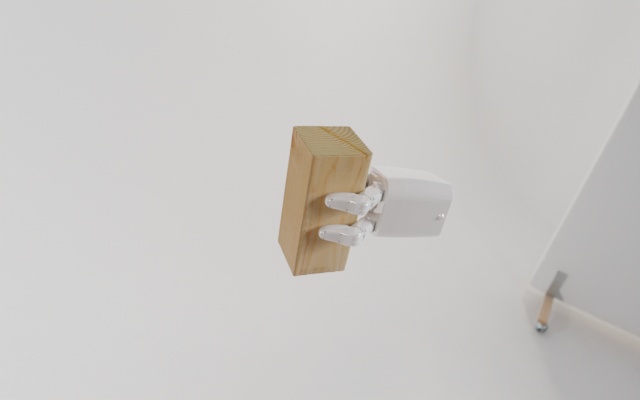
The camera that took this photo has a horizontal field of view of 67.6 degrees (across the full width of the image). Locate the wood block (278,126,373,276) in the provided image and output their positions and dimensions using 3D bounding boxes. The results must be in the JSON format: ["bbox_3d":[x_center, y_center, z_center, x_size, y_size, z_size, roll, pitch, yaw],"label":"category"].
[{"bbox_3d":[0.000,0.002,0.708,0.090,0.206,0.090,-3,35,-21],"label":"wood block"}]
